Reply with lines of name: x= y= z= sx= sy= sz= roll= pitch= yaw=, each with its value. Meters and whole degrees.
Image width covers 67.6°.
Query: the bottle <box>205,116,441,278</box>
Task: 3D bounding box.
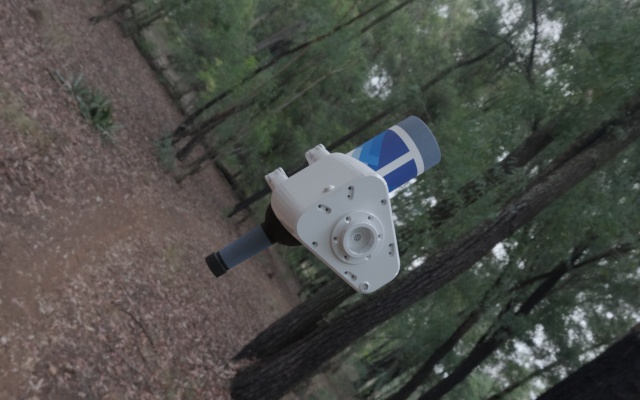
bottle: x=0.000 y=0.002 z=0.562 sx=0.295 sy=0.069 sz=0.069 roll=-31 pitch=3 yaw=-6
